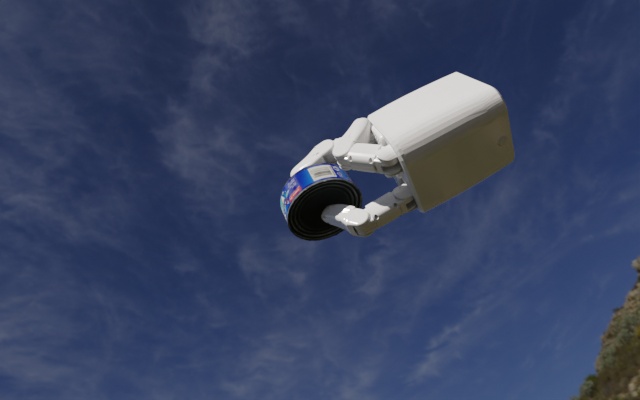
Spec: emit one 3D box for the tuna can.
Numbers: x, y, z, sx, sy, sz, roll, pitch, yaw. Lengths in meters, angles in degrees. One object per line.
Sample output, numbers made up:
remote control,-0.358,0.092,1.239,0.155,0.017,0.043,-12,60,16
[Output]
tuna can,0.000,0.001,0.520,0.086,0.086,0.033,0,39,-26
